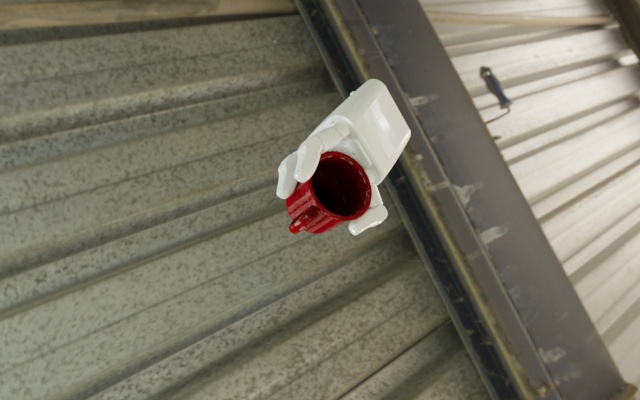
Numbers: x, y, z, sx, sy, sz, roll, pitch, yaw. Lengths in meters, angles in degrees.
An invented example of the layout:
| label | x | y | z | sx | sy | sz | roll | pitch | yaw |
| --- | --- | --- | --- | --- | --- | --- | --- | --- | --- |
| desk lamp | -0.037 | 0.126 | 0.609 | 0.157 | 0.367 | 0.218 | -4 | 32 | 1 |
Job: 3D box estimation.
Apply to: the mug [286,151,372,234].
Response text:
| label | x | y | z | sx | sy | sz | roll | pitch | yaw |
| --- | --- | --- | --- | --- | --- | --- | --- | --- | --- |
| mug | -0.001 | 0.003 | 0.616 | 0.117 | 0.093 | 0.081 | -50 | 8 | -35 |
